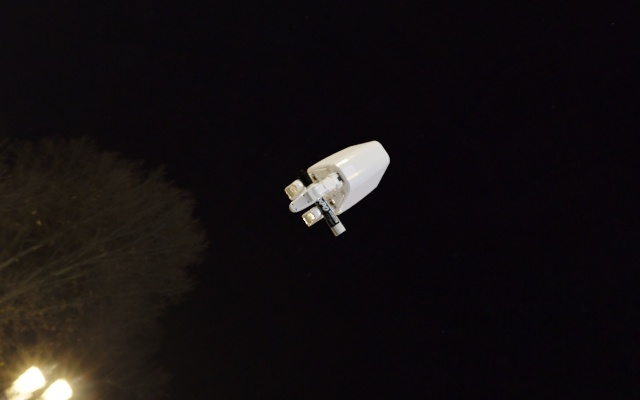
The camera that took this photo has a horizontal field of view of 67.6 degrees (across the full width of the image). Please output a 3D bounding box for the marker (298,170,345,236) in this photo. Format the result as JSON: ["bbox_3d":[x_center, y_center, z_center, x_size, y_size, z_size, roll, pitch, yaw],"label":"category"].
[{"bbox_3d":[0.000,0.003,0.782,0.020,0.121,0.020,-33,-2,-1],"label":"marker"}]
